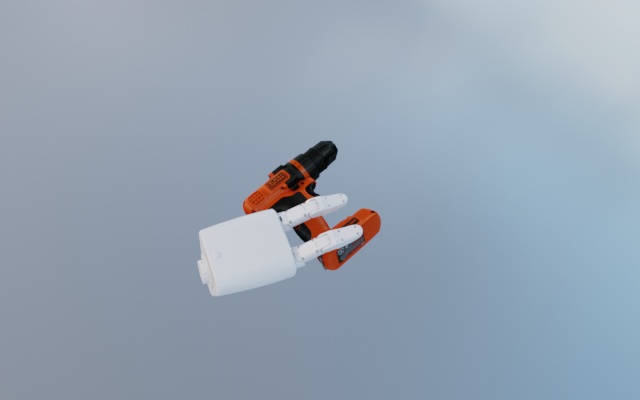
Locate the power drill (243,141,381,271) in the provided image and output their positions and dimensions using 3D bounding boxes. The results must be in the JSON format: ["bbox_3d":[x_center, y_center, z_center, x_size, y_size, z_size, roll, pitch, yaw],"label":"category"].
[{"bbox_3d":[0.000,0.003,0.722,0.187,0.184,0.057,38,-18,34],"label":"power drill"}]
